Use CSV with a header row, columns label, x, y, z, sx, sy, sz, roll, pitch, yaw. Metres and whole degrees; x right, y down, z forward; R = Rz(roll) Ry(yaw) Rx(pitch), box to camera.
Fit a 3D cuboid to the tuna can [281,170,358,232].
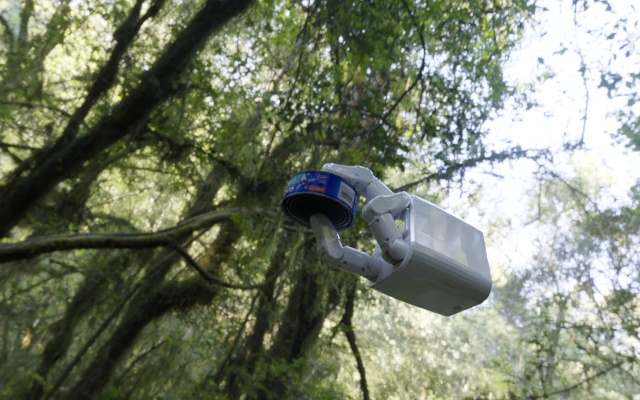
label,x,y,z,sx,sy,sz,roll,pitch,yaw
tuna can,0.000,0.001,0.555,0.086,0.033,0.086,11,-29,6
